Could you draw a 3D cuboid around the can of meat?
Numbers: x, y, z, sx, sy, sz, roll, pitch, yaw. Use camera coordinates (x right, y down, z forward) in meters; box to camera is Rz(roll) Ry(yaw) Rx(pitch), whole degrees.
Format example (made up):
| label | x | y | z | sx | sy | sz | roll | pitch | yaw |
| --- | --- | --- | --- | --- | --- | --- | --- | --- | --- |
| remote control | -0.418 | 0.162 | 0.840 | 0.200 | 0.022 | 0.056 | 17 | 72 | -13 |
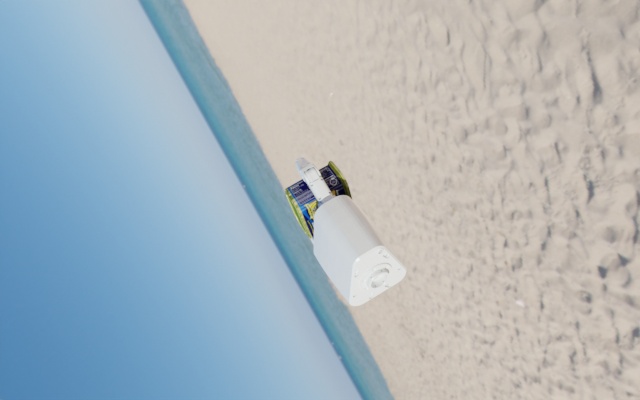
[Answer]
| label | x | y | z | sx | sy | sz | roll | pitch | yaw |
| --- | --- | --- | --- | --- | --- | --- | --- | --- | --- |
| can of meat | 0.000 | 0.002 | 0.727 | 0.084 | 0.057 | 0.102 | -30 | -39 | -8 |
